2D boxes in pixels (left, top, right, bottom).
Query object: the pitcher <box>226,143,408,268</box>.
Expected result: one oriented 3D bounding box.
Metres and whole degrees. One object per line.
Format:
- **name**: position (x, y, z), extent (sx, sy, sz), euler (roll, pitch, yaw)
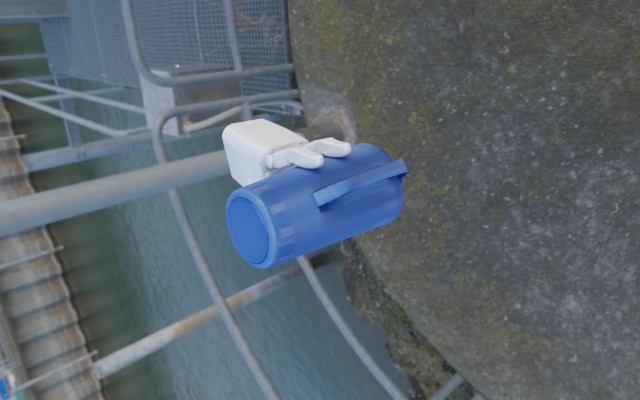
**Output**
- **pitcher**: position (0.000, 0.002, 0.668), extent (0.243, 0.149, 0.145), euler (-20, 41, -39)
